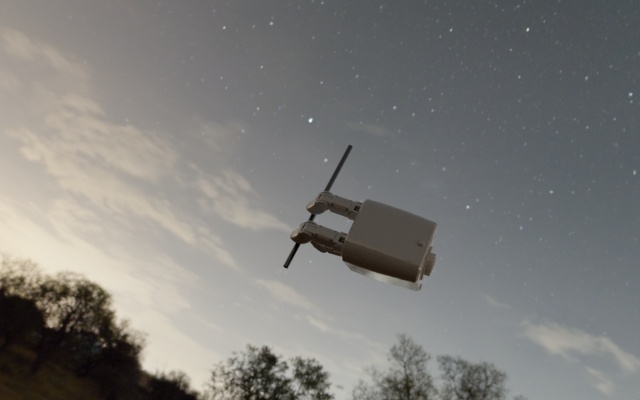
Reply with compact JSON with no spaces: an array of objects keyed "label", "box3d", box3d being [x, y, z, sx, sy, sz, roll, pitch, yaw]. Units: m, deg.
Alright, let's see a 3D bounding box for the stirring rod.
[{"label":"stirring rod","box3d":[0.000,0.003,0.738,0.011,0.239,0.011,21,-30,13]}]
